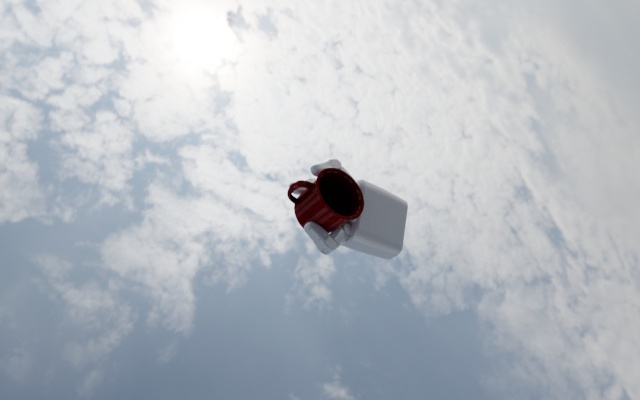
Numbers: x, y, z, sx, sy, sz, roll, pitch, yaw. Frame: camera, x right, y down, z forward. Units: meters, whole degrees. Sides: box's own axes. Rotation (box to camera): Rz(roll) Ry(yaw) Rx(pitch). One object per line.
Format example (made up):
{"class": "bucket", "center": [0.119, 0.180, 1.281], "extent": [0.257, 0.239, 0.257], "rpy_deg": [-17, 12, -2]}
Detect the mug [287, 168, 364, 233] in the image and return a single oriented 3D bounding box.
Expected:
{"class": "mug", "center": [-0.001, 0.002, 0.771], "extent": [0.117, 0.093, 0.081], "rpy_deg": [22, -39, -27]}
